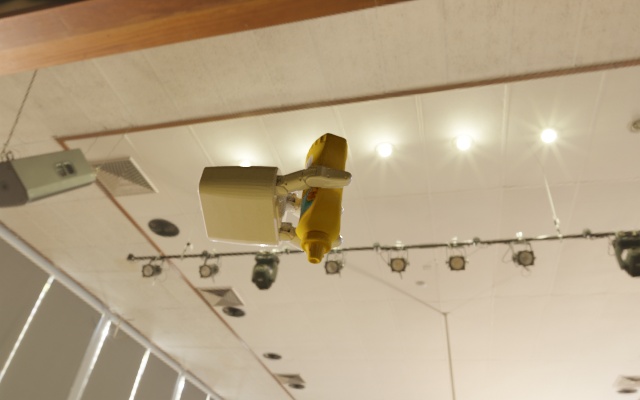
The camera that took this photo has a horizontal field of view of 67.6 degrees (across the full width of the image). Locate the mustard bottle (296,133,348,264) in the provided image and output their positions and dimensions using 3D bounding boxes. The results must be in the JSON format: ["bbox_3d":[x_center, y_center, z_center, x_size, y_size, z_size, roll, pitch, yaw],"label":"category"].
[{"bbox_3d":[0.000,0.002,0.670,0.058,0.191,0.096,18,-39,-14],"label":"mustard bottle"}]
